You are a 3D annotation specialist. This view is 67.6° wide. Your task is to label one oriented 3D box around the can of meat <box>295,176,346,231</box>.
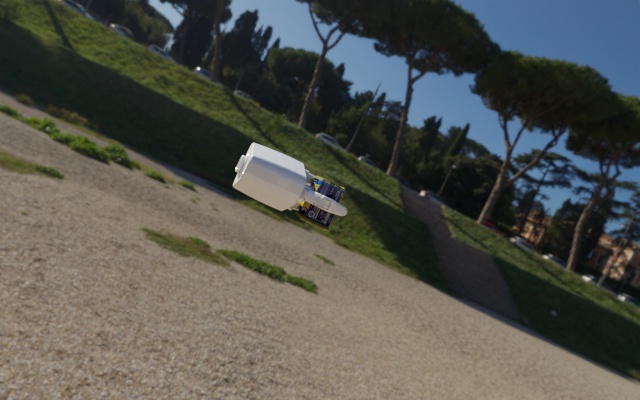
[{"bbox_3d":[0.000,0.003,0.887,0.057,0.084,0.102,24,1,-13],"label":"can of meat"}]
